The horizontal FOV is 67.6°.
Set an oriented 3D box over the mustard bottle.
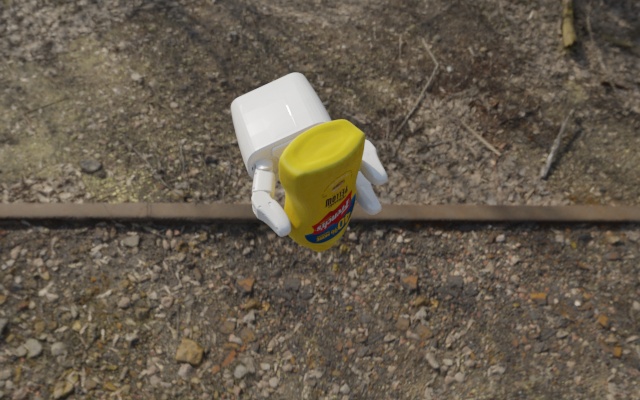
[{"bbox_3d":[0.000,0.002,0.553,0.096,0.192,0.058,-36,61,-26],"label":"mustard bottle"}]
